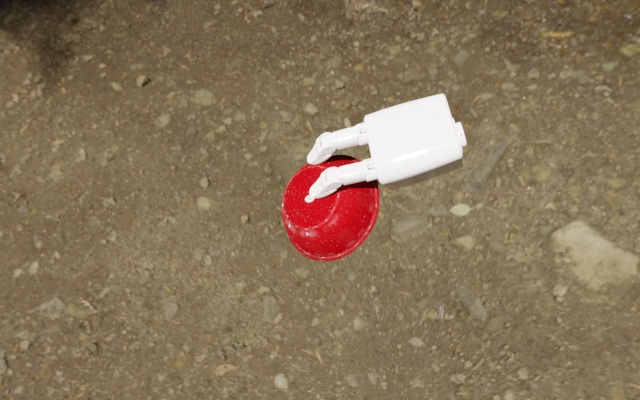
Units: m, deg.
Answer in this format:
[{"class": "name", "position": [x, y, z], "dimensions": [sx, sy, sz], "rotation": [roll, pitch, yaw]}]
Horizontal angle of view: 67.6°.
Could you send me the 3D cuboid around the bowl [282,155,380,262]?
[{"class": "bowl", "position": [-0.001, 0.003, 0.677], "dimensions": [0.162, 0.162, 0.055], "rotation": [0, -16, 34]}]
